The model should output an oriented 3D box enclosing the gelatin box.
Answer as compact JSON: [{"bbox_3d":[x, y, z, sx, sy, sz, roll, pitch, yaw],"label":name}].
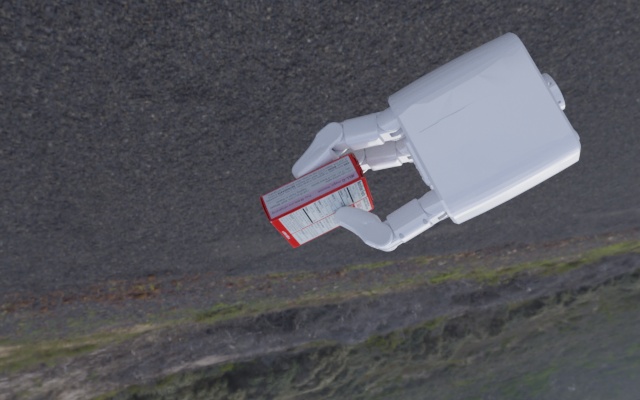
[{"bbox_3d":[0.000,0.002,0.426,0.089,0.030,0.073,-27,-26,2],"label":"gelatin box"}]
